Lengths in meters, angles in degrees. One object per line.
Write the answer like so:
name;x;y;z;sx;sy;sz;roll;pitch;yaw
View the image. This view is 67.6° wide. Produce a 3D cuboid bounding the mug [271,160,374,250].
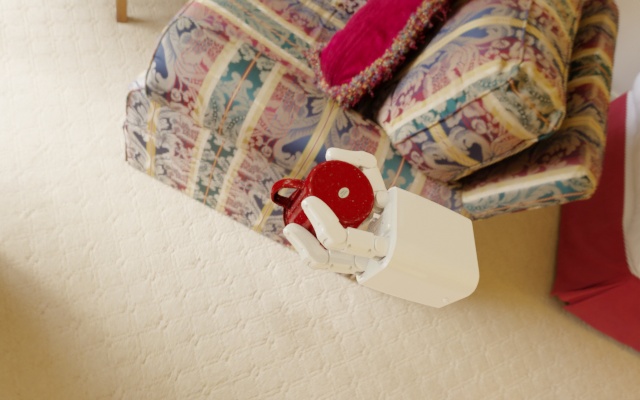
mug;-0.001;0.001;0.553;0.117;0.093;0.081;20;-31;-11
